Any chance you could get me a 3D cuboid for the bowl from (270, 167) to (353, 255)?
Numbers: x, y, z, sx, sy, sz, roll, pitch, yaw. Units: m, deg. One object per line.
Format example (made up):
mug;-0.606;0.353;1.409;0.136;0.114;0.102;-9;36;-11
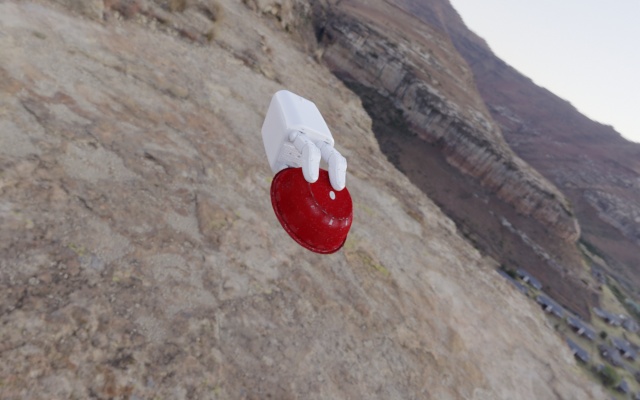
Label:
bowl;0.001;0.003;0.762;0.162;0.162;0.055;0;-29;-47
